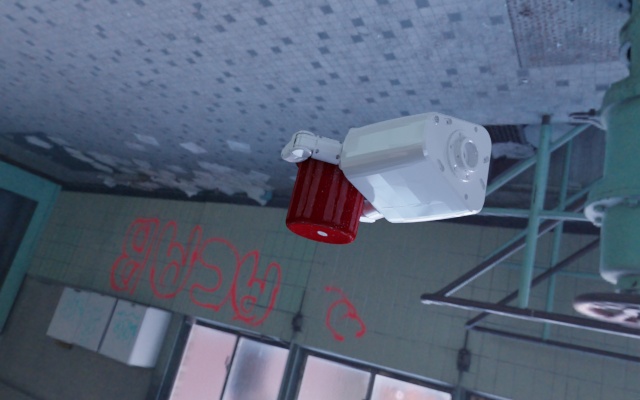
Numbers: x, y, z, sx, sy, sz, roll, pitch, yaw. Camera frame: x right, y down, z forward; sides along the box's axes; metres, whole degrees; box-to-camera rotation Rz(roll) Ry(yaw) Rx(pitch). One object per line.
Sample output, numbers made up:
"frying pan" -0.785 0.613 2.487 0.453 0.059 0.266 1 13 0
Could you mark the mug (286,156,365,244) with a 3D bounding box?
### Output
"mug" -0.001 0.002 0.555 0.093 0.081 0.117 26 -21 -34
